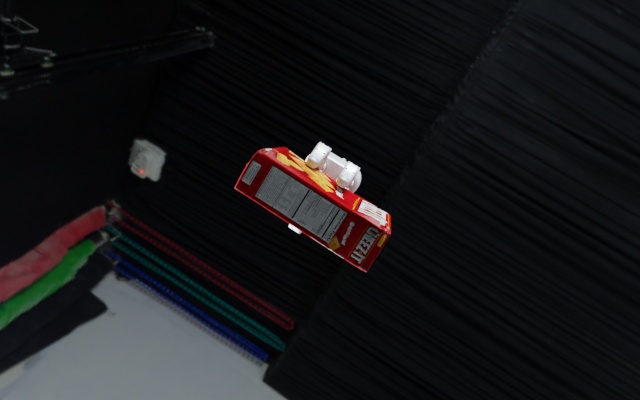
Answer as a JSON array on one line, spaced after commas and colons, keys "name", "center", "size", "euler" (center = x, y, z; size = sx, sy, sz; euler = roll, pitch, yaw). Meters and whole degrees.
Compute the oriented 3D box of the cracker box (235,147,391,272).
[{"name": "cracker box", "center": [0.000, 0.002, 0.710], "size": [0.213, 0.072, 0.164], "euler": [32, 11, 3]}]
